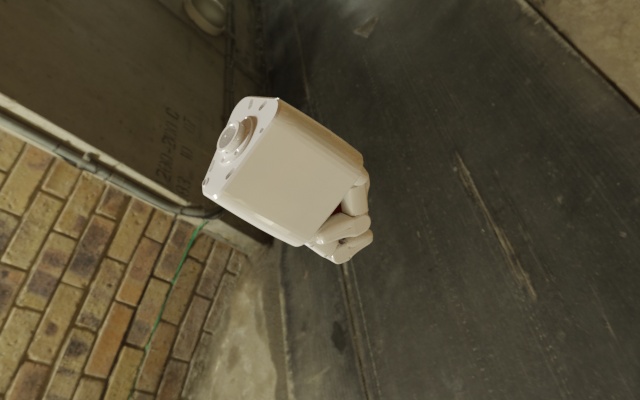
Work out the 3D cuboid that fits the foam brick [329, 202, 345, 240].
[{"bbox_3d":[0.000,0.002,0.529,0.051,0.053,0.078,30,-5,-35],"label":"foam brick"}]
